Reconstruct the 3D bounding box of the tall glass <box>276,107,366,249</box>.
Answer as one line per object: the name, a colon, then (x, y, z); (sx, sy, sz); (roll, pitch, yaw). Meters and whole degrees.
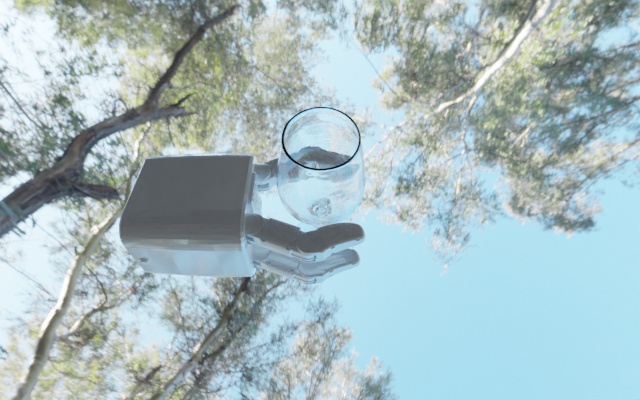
tall glass: (0.000, 0.002, 0.452); (0.079, 0.079, 0.201); (0, -30, -1)
